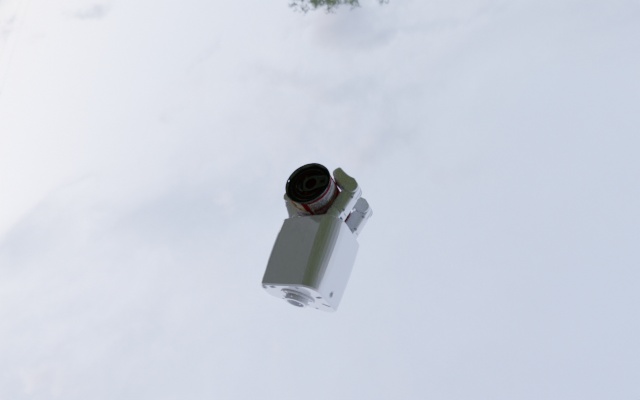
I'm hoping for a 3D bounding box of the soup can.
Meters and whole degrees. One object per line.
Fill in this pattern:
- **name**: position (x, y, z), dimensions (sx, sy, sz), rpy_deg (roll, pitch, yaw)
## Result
- **soup can**: position (0.000, 0.002, 0.698), dimensions (0.068, 0.068, 0.102), rpy_deg (0, -33, 25)
